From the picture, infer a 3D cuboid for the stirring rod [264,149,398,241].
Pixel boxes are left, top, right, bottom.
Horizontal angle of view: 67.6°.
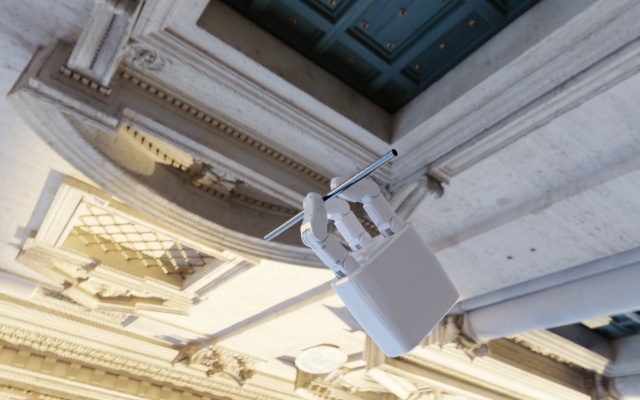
[{"bbox_3d":[0.000,0.002,0.536,0.011,0.011,0.239,0,-23,-39],"label":"stirring rod"}]
